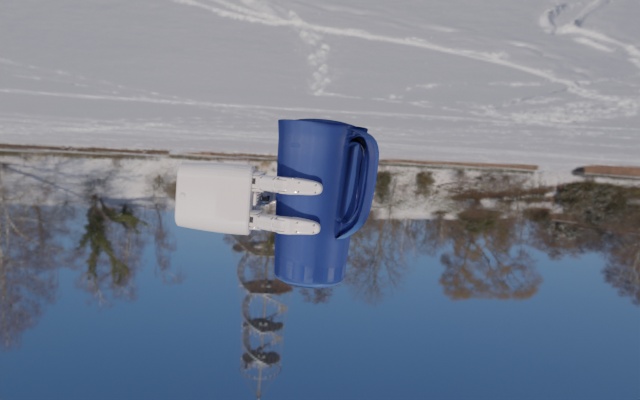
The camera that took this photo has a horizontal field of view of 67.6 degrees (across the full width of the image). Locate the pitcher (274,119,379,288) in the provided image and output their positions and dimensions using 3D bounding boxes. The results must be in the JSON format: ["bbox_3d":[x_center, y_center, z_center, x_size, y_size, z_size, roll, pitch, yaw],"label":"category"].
[{"bbox_3d":[0.000,0.002,0.707,0.145,0.243,0.149,5,6,0],"label":"pitcher"}]
